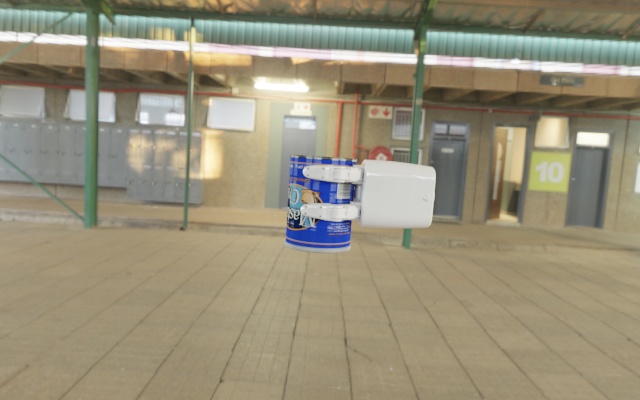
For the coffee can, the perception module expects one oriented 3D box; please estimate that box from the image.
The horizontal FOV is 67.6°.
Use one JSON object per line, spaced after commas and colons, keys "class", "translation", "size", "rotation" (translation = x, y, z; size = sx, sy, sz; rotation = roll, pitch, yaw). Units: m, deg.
{"class": "coffee can", "translation": [0.000, 0.003, 0.737], "size": [0.103, 0.140, 0.103], "rotation": [4, 5, 0]}
